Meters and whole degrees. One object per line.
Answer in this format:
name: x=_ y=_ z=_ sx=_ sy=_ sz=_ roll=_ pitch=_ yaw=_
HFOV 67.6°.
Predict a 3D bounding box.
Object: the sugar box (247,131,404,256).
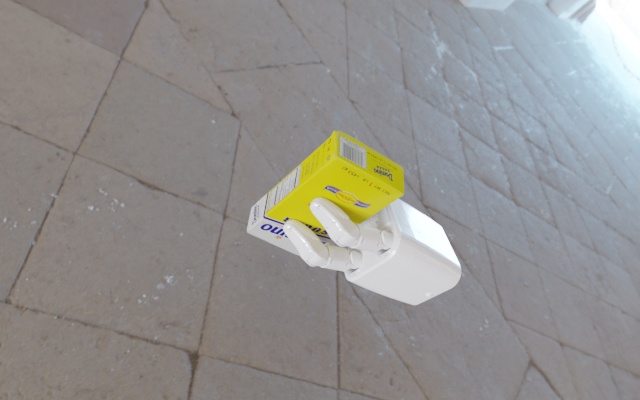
sugar box: x=0.000 y=0.002 z=0.539 sx=0.093 sy=0.048 sz=0.176 roll=27 pitch=-45 yaw=-25
